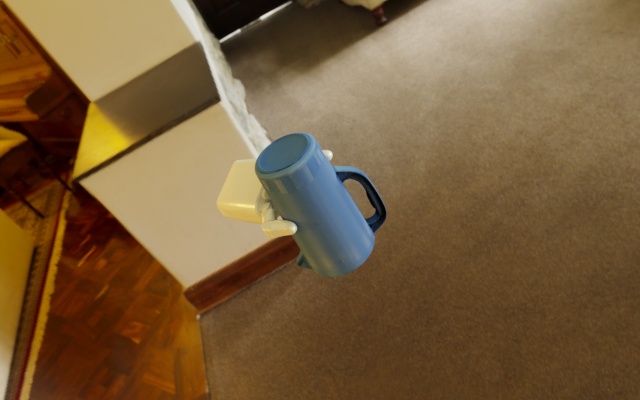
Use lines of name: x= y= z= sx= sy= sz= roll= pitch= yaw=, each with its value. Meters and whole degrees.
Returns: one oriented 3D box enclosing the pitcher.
pitcher: x=0.000 y=0.003 z=0.808 sx=0.145 sy=0.149 sz=0.243 roll=5 pitch=-40 yaw=37
